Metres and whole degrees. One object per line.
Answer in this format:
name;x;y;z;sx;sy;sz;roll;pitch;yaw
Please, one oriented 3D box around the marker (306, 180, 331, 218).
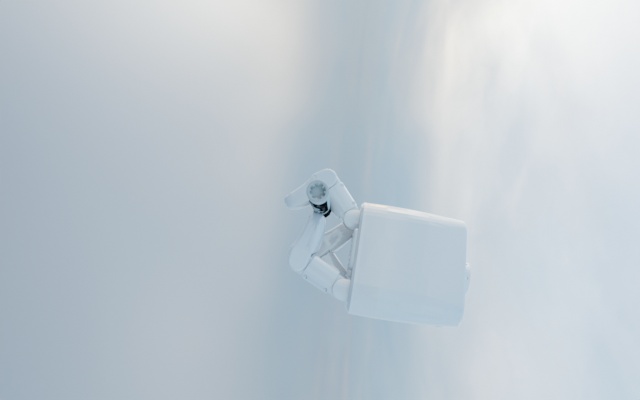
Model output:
marker;0.000;0.001;0.446;0.020;0.020;0.121;0;-9;2
